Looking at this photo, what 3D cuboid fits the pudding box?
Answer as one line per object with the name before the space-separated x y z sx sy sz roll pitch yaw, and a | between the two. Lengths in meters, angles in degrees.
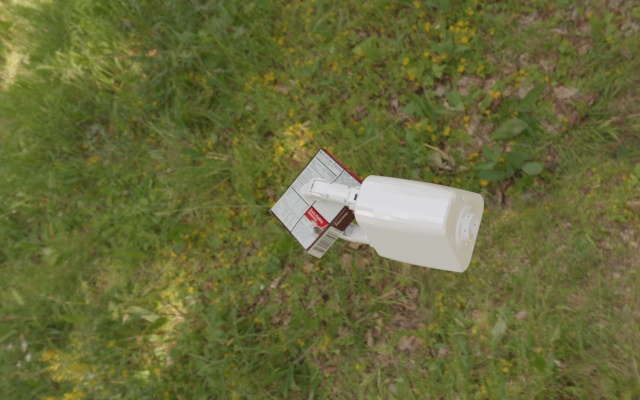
pudding box | 0.000 0.002 0.613 0.090 0.113 0.039 46 8 35
